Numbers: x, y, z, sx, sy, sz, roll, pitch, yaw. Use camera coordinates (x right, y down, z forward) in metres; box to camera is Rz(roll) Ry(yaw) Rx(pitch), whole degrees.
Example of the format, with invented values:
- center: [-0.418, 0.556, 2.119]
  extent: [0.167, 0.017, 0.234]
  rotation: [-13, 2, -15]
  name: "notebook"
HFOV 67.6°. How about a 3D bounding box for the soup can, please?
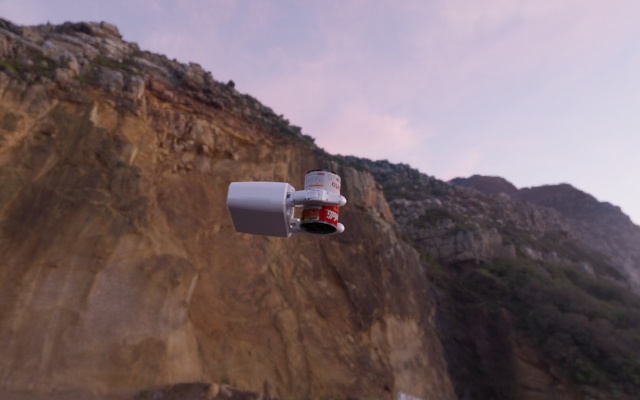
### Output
- center: [0.001, 0.003, 0.870]
  extent: [0.068, 0.102, 0.068]
  rotation: [5, -21, 2]
  name: "soup can"
